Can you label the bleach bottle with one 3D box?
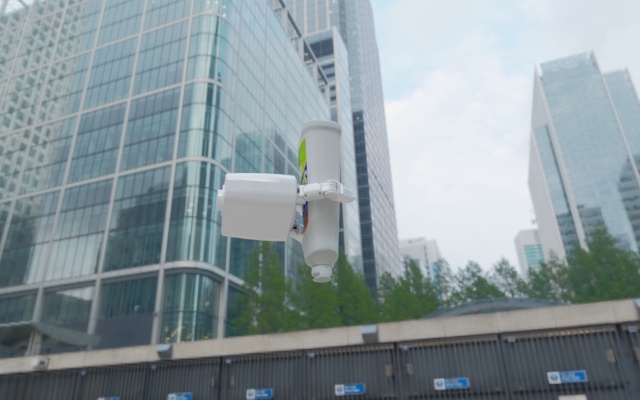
[{"bbox_3d":[0.000,0.003,0.763,0.068,0.250,0.103,4,-26,-12],"label":"bleach bottle"}]
